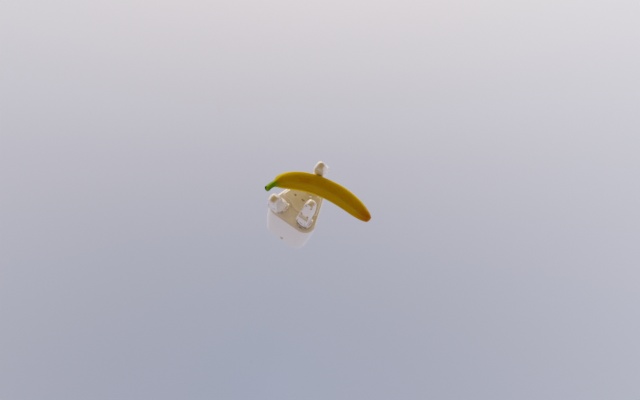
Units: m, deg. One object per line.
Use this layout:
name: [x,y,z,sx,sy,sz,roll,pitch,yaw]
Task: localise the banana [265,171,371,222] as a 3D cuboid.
banana: [0.000,-0.013,0.865,0.198,0.069,0.037,16,-34,-6]
